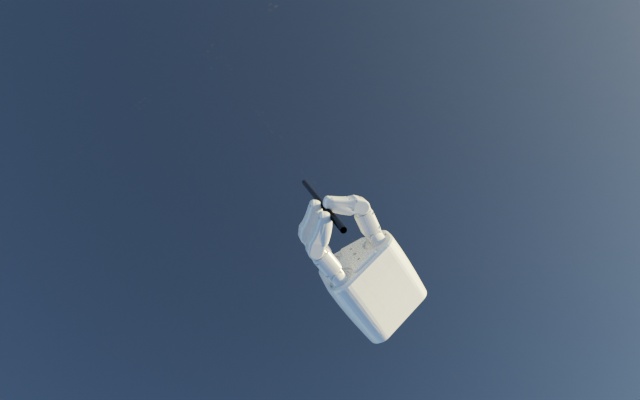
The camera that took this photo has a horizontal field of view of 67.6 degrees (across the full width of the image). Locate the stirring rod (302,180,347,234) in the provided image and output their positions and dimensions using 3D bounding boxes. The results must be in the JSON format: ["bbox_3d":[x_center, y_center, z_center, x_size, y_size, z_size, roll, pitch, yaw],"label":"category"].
[{"bbox_3d":[0.000,0.002,0.648,0.011,0.011,0.239,0,15,-13],"label":"stirring rod"}]
